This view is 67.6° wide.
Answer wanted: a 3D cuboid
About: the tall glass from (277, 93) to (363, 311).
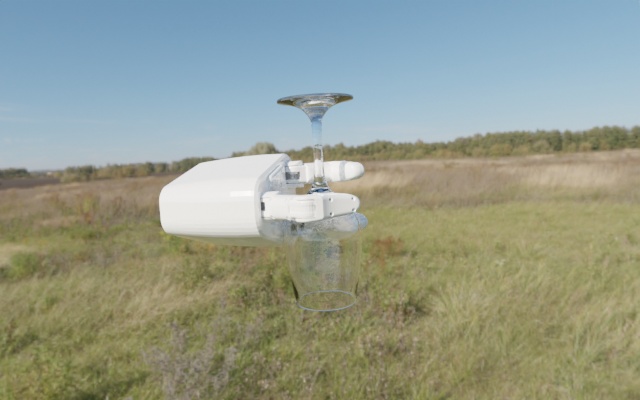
[{"bbox_3d":[0.000,0.001,0.467,0.079,0.201,0.079,-3,5,0],"label":"tall glass"}]
